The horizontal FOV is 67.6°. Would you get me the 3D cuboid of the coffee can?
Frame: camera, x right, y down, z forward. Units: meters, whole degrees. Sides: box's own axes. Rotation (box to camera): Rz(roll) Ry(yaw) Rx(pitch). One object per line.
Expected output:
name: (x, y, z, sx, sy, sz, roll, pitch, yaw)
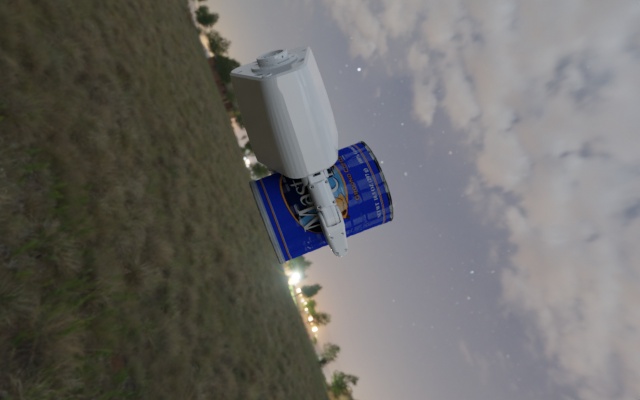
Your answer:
coffee can: (0.000, 0.002, 0.560, 0.140, 0.103, 0.103, -21, 2, -6)
